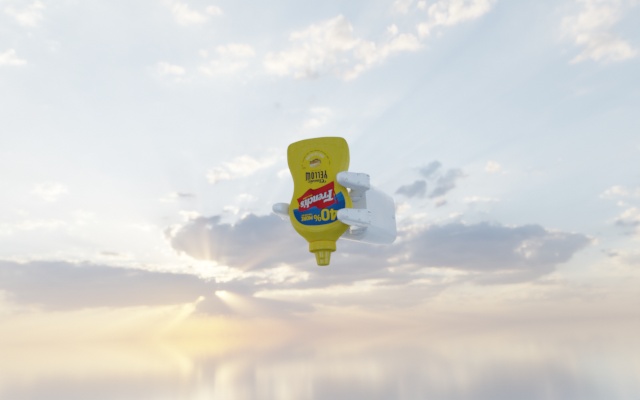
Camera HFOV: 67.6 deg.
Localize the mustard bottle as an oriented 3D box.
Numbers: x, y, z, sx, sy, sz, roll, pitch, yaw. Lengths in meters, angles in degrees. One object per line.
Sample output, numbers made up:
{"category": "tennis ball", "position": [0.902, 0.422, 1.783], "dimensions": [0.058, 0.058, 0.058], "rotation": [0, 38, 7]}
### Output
{"category": "mustard bottle", "position": [0.000, 0.002, 0.720], "dimensions": [0.096, 0.191, 0.058], "rotation": [-5, -15, 10]}
